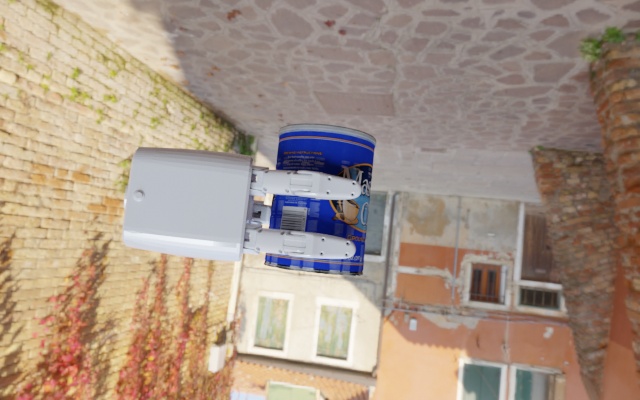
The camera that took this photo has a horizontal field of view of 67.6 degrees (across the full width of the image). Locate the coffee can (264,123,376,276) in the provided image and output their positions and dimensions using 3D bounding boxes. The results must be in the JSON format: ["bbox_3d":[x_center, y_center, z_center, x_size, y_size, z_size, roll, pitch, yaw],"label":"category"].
[{"bbox_3d":[0.000,0.001,0.495,0.103,0.140,0.103,6,-5,1],"label":"coffee can"}]
